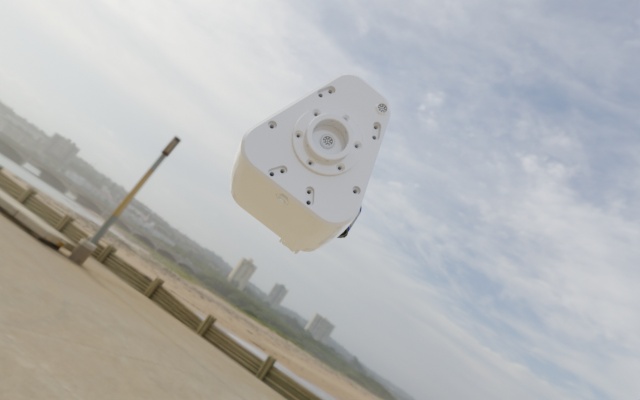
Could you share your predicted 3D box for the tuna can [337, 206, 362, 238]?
[{"bbox_3d":[0.000,0.001,0.507,0.086,0.033,0.086,29,-21,12],"label":"tuna can"}]
